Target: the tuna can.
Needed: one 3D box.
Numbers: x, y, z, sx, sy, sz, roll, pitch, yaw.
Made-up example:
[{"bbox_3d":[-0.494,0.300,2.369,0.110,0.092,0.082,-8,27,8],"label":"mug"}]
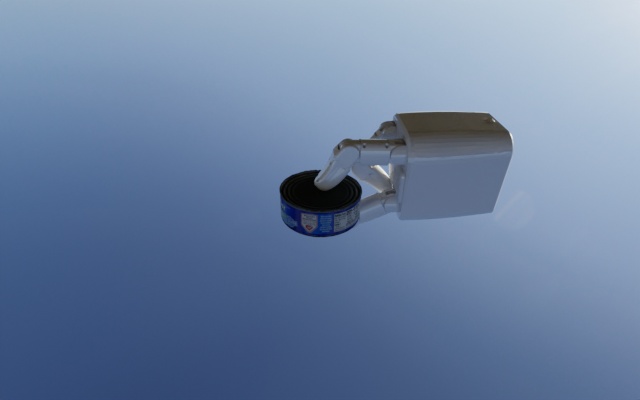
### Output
[{"bbox_3d":[0.000,0.002,0.503,0.086,0.034,0.086,1,31,0],"label":"tuna can"}]
